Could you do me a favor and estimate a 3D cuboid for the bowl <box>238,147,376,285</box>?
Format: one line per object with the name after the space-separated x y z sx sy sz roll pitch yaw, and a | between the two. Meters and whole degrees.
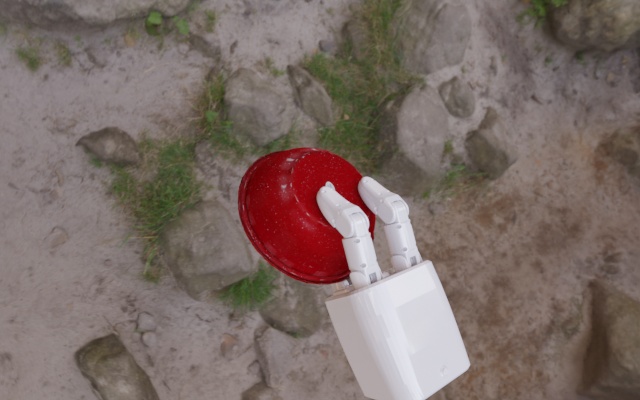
-0.001 0.000 0.493 0.162 0.162 0.055 0 -29 -31 | bowl
